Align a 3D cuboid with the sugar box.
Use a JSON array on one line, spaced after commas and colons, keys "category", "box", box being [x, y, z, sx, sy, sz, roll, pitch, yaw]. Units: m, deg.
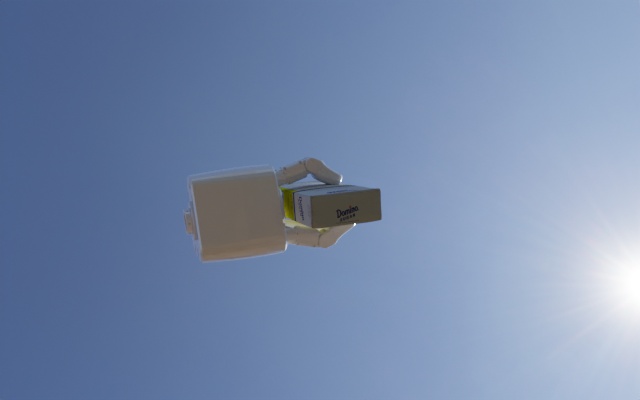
[{"category": "sugar box", "box": [0.000, 0.003, 0.637, 0.093, 0.048, 0.176, -6, 10, -20]}]
